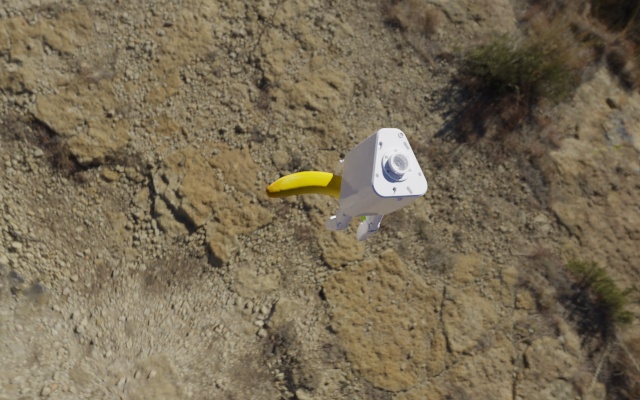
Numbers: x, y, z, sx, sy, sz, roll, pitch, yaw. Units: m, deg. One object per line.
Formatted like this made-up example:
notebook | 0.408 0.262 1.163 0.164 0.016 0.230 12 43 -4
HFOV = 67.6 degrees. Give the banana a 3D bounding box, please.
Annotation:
banana | 0.007 -0.014 0.808 0.198 0.069 0.037 17 -14 -20
